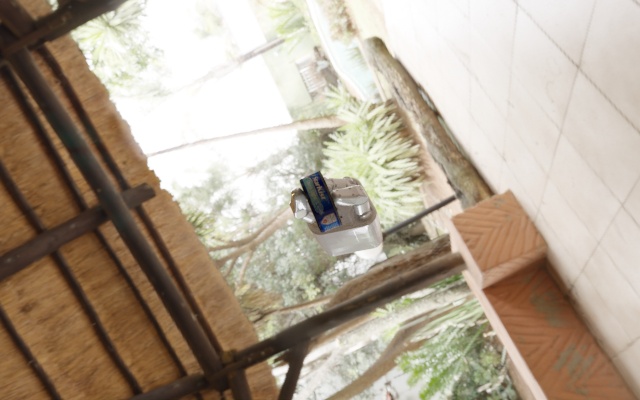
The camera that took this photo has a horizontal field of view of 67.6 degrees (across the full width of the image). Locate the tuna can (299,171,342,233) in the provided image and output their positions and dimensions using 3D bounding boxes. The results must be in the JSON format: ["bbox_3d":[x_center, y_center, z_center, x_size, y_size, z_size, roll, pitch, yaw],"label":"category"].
[{"bbox_3d":[0.000,0.002,0.690,0.034,0.086,0.086,-23,0,-1],"label":"tuna can"}]
